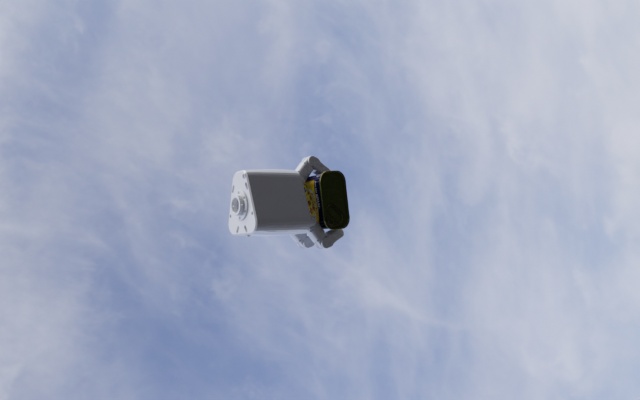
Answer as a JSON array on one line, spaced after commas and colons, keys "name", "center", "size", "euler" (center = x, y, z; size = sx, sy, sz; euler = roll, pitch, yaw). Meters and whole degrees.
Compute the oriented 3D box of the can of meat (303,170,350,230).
[{"name": "can of meat", "center": [0.000, 0.003, 0.849], "size": [0.057, 0.102, 0.084], "euler": [-6, -2, -39]}]
